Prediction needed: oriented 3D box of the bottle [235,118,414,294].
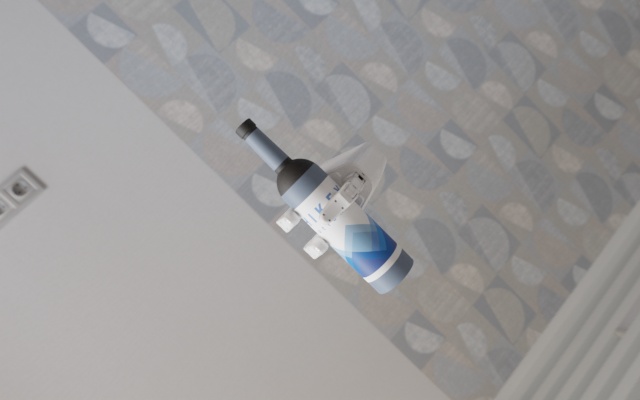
[{"bbox_3d":[0.000,0.002,0.649,0.296,0.069,0.069,44,-4,-4],"label":"bottle"}]
